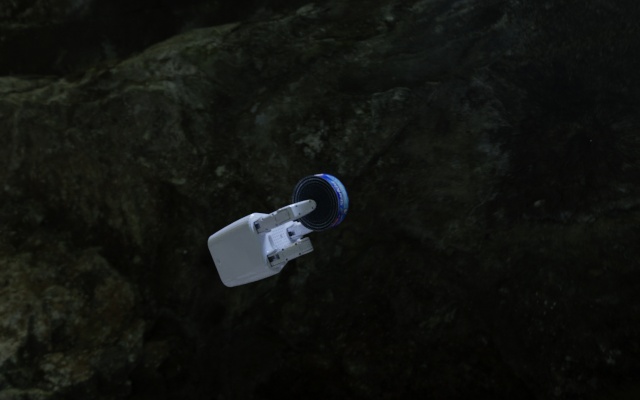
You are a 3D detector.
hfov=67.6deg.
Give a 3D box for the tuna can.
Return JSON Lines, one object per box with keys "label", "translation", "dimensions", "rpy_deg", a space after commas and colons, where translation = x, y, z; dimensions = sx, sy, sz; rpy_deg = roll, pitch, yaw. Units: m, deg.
{"label": "tuna can", "translation": [0.000, 0.002, 0.734], "dimensions": [0.086, 0.086, 0.034], "rpy_deg": [0, 8, 35]}
